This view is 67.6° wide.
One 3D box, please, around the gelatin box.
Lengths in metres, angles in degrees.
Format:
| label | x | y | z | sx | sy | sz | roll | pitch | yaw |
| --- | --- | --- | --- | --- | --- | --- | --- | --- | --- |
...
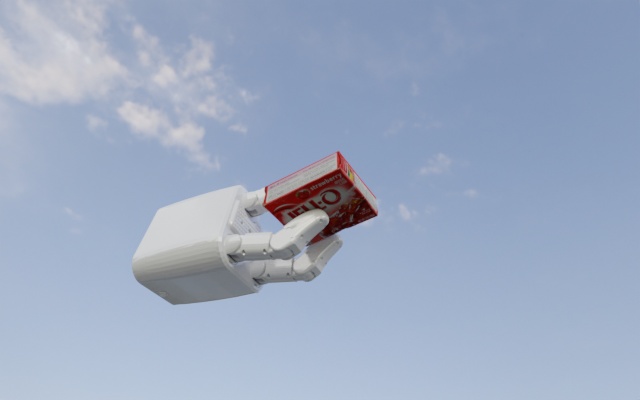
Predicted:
| label | x | y | z | sx | sy | sz | roll | pitch | yaw |
| --- | --- | --- | --- | --- | --- | --- | --- | --- | --- |
| gelatin box | 0.000 | 0.001 | 0.466 | 0.089 | 0.030 | 0.073 | -25 | -50 | 22 |
